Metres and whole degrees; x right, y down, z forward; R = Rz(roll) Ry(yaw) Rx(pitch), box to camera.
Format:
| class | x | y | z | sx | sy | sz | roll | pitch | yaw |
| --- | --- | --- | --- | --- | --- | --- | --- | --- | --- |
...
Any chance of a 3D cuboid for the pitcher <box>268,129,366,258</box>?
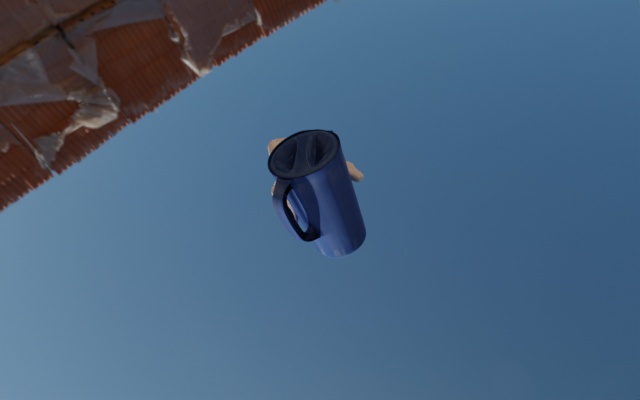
| class | x | y | z | sx | sy | sz | roll | pitch | yaw |
| --- | --- | --- | --- | --- | --- | --- | --- | --- | --- |
| pitcher | 0.000 | 0.003 | 0.891 | 0.149 | 0.243 | 0.145 | -24 | 40 | 0 |
